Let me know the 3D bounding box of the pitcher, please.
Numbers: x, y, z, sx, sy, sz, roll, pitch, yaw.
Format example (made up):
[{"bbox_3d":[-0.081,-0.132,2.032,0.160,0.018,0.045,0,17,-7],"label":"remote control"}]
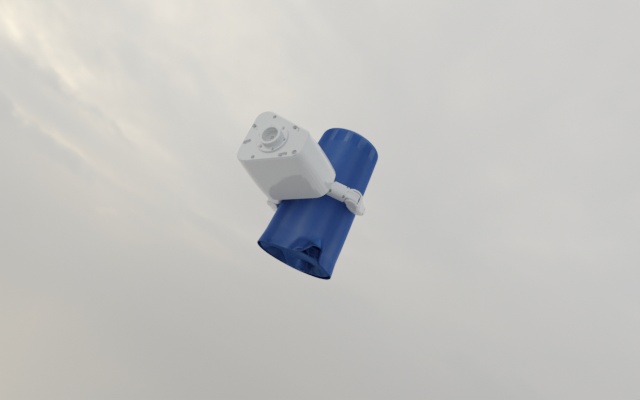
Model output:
[{"bbox_3d":[0.000,0.003,0.819,0.149,0.242,0.145,16,-21,29],"label":"pitcher"}]
